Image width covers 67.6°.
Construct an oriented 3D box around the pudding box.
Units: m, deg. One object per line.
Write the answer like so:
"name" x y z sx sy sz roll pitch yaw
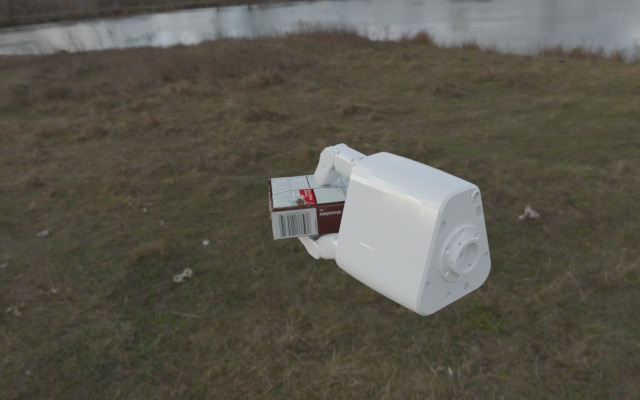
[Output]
"pudding box" 0.000 0.002 0.523 0.113 0.039 0.090 -5 23 -6
